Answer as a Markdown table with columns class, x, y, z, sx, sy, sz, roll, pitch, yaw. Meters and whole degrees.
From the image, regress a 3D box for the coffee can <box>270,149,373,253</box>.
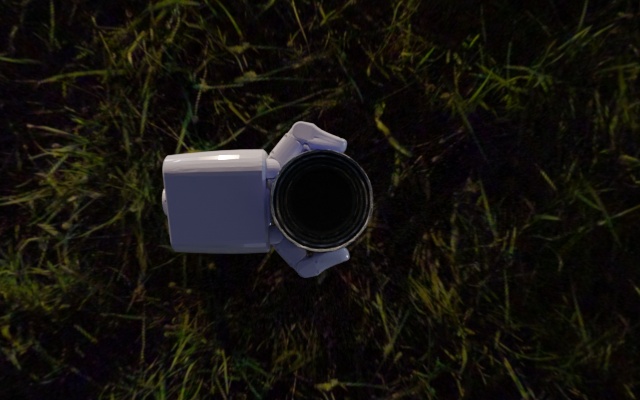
| class | x | y | z | sx | sy | sz | roll | pitch | yaw |
| --- | --- | --- | --- | --- | --- | --- | --- | --- | --- |
| coffee can | 0.000 | 0.002 | 0.537 | 0.103 | 0.103 | 0.140 | 0 | -1 | -1 |
